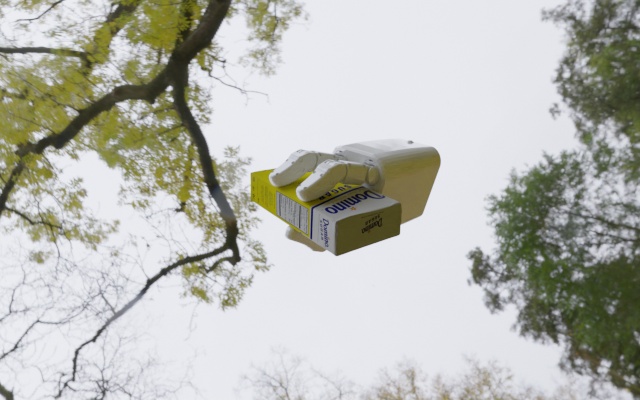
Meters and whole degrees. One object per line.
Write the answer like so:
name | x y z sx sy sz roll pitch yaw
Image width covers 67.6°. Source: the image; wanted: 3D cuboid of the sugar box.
sugar box | 0.000 0.001 0.553 0.093 0.048 0.176 -14 24 -34
